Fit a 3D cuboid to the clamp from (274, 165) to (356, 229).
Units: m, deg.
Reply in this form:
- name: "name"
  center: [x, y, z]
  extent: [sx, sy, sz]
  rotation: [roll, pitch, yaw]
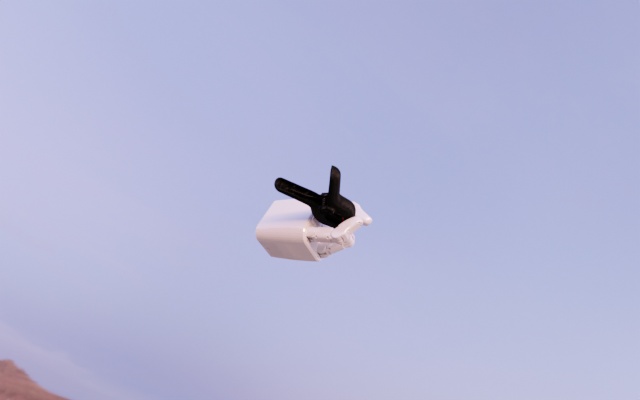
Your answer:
- name: "clamp"
  center: [0.000, 0.002, 0.822]
  extent: [0.120, 0.039, 0.172]
  rotation: [0, -37, 26]
